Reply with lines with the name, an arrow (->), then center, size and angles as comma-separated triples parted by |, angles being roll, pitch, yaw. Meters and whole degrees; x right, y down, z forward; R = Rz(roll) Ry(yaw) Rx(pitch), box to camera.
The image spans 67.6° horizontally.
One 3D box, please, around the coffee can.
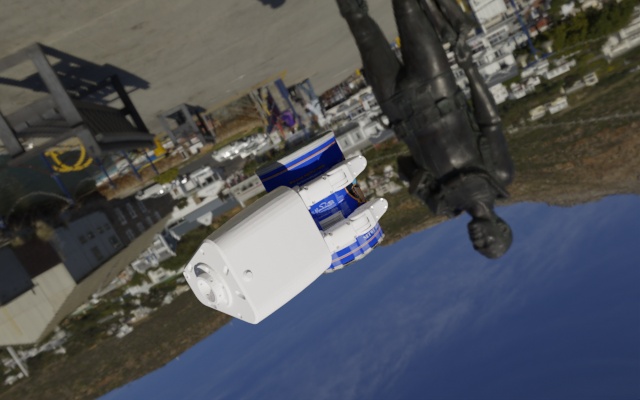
coffee can -> 0.000, 0.002, 0.571 | 0.103, 0.140, 0.103 | -27, 9, 5
